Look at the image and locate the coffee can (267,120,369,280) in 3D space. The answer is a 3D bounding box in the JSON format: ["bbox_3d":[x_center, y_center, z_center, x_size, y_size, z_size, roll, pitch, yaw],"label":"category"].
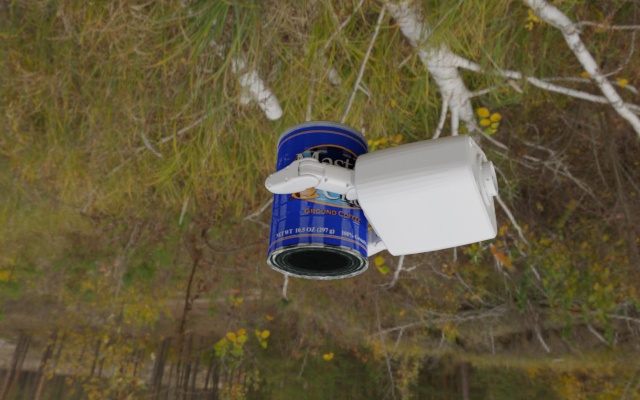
[{"bbox_3d":[0.000,0.002,0.508,0.103,0.140,0.103,2,-26,1],"label":"coffee can"}]
